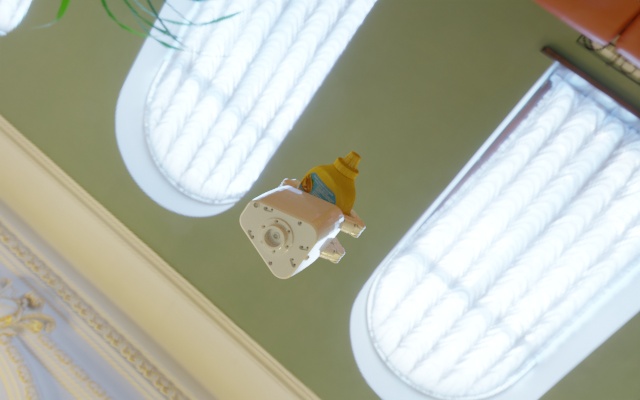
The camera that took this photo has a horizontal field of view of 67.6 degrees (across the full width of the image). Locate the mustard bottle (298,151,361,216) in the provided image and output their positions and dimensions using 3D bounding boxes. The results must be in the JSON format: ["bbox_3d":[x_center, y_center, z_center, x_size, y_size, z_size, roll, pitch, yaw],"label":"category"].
[{"bbox_3d":[0.000,0.003,0.754,0.058,0.192,0.096,11,32,-51],"label":"mustard bottle"}]
